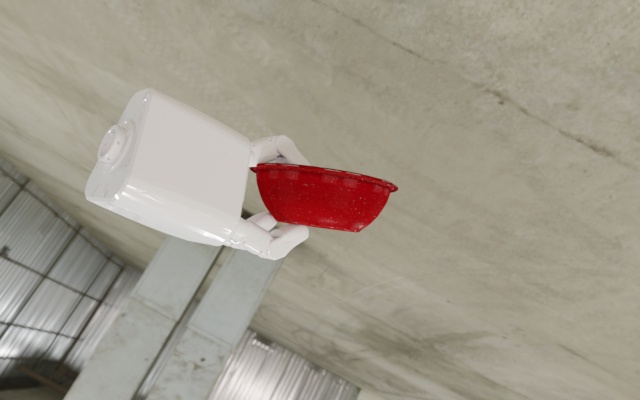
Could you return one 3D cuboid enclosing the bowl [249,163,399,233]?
[{"bbox_3d":[0.001,0.002,0.518,0.162,0.055,0.162,8,-4,1],"label":"bowl"}]
